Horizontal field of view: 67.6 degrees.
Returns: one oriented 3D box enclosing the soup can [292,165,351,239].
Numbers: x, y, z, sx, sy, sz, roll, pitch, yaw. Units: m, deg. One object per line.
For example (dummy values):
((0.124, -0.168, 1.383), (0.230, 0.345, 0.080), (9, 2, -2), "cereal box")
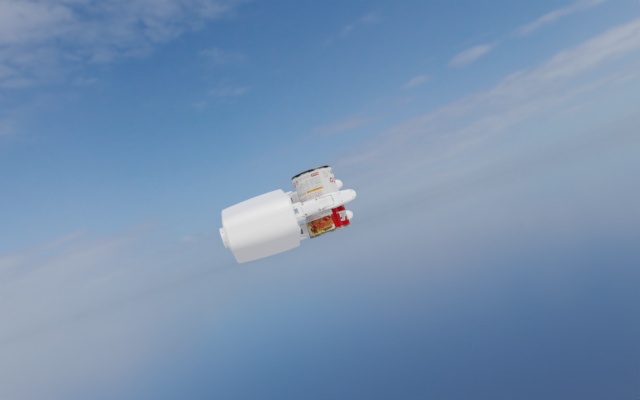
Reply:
((0.001, 0.002, 0.761), (0.068, 0.102, 0.068), (-19, -4, -1), "soup can")
